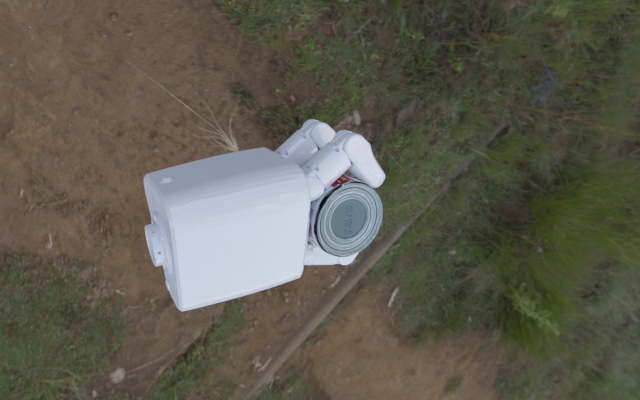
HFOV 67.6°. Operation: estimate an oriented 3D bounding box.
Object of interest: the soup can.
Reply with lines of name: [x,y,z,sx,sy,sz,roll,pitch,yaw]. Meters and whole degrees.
soup can: [0.001,0.002,0.432,0.068,0.068,0.102,0,17,-31]
